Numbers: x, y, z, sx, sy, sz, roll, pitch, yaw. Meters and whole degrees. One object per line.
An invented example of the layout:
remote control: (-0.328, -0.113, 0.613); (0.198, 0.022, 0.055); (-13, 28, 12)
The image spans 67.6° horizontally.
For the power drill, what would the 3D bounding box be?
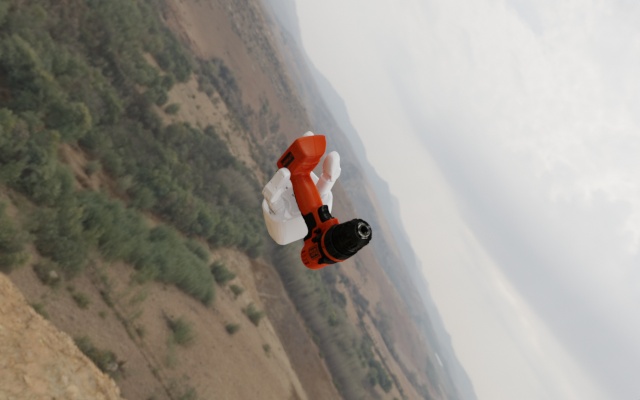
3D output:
power drill: (0.000, 0.002, 0.709); (0.057, 0.187, 0.184); (-10, -13, -29)
